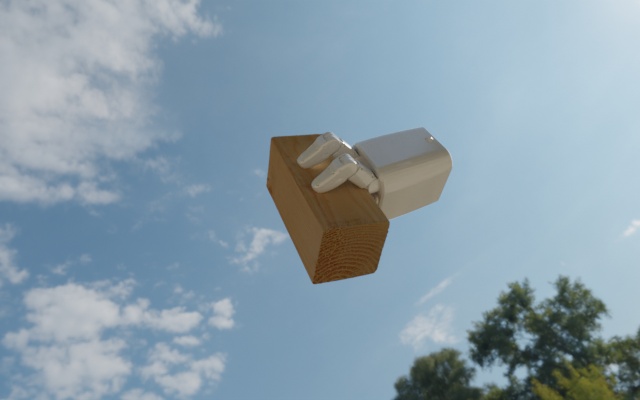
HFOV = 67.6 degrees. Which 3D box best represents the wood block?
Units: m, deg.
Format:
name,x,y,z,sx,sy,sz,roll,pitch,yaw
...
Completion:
name,x,y,z,sx,sy,sz,roll,pitch,yaw
wood block,0.000,0.002,0.643,0.090,0.091,0.206,-7,39,-21
